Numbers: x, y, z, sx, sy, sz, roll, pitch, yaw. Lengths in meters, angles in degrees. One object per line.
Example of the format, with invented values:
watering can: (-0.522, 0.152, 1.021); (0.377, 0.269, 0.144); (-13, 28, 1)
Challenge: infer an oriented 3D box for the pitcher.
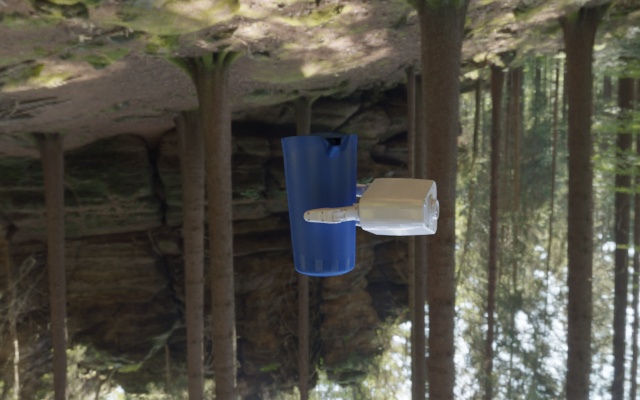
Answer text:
pitcher: (0.000, 0.003, 0.848); (0.145, 0.243, 0.149); (0, 5, 25)
